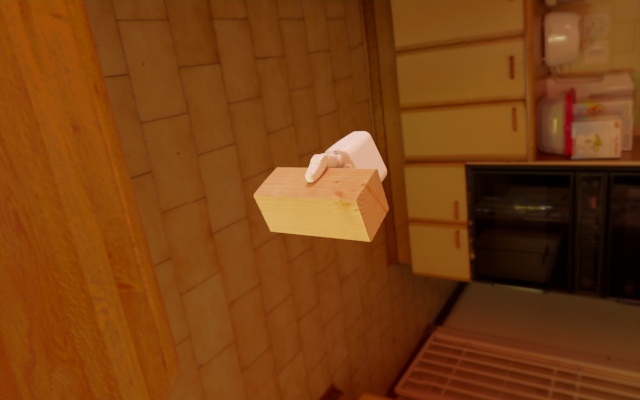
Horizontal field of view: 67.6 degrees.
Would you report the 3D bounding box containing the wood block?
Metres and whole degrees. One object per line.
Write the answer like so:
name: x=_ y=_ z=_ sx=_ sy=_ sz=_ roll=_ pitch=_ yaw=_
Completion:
wood block: x=0.000 y=0.002 z=0.835 sx=0.206 sy=0.091 sz=0.090 roll=3 pitch=40 yaw=32
